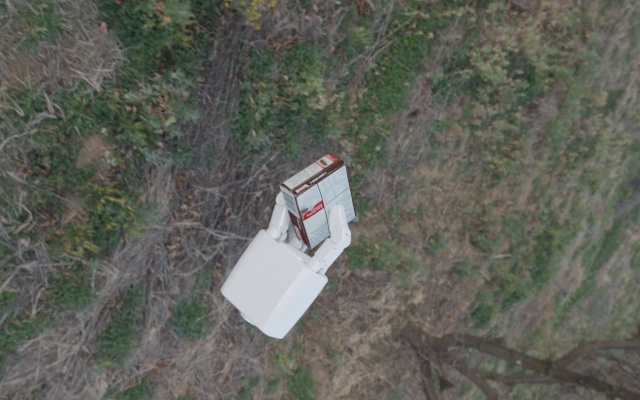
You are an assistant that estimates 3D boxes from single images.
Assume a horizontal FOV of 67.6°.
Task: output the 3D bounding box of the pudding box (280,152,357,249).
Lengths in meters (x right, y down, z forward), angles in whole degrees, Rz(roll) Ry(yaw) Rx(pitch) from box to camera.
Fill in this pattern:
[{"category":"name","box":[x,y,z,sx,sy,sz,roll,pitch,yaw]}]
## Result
[{"category":"pudding box","box":[0.000,0.002,0.673,0.090,0.114,0.039,-35,48,-20]}]
